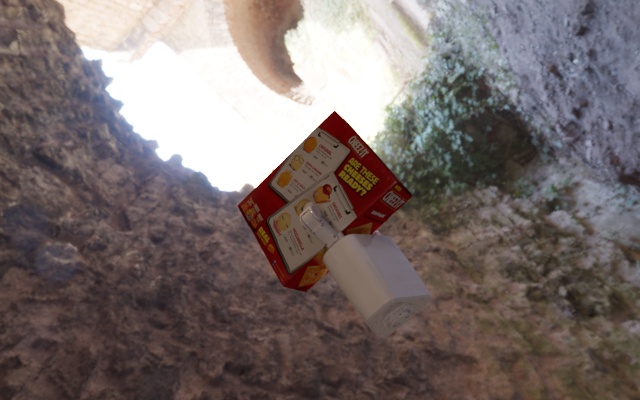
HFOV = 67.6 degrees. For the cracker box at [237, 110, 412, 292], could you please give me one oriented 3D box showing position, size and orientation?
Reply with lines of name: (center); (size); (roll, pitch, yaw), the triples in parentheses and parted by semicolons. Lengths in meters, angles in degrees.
cracker box: (0.000, 0.002, 0.700); (0.214, 0.164, 0.072); (-43, -34, 12)
